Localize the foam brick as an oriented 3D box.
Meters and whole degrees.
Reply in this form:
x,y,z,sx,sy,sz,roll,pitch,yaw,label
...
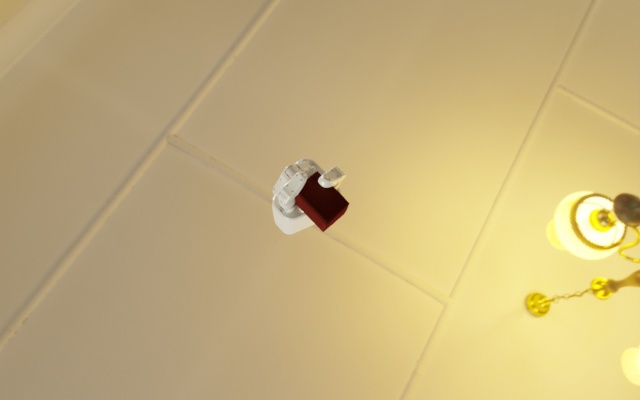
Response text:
x,y,z,sx,sy,sz,roll,pitch,yaw,label
0.000,0.003,0.772,0.053,0.078,0.051,-40,-12,-18,foam brick
